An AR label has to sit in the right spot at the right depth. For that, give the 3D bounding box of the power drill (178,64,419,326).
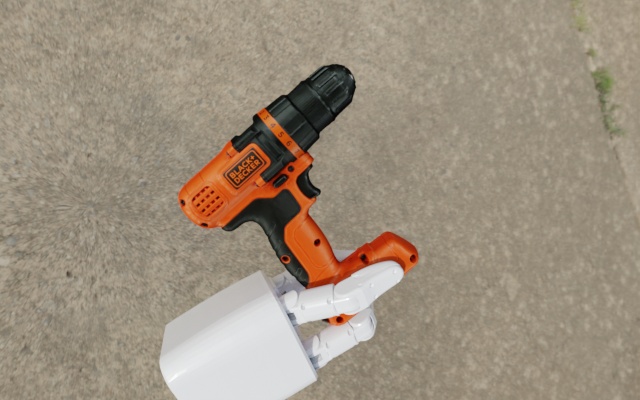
[{"bbox_3d":[0.000,0.002,0.421,0.184,0.188,0.057,-41,10,5],"label":"power drill"}]
